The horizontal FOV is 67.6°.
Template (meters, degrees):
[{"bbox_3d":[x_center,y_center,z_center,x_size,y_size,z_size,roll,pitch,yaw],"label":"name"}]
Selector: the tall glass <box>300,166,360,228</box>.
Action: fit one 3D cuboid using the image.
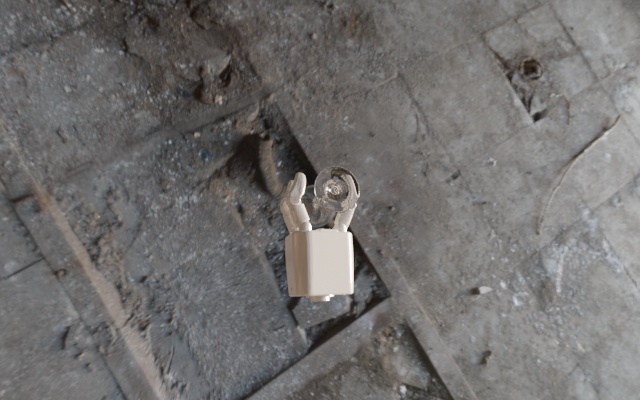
[{"bbox_3d":[0.000,0.002,0.838,0.079,0.079,0.201,0,-12,-16],"label":"tall glass"}]
